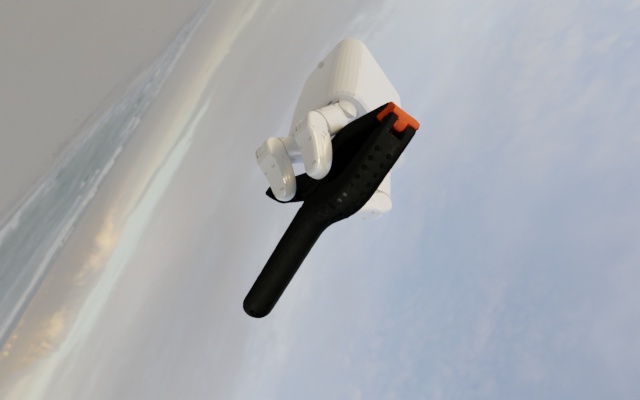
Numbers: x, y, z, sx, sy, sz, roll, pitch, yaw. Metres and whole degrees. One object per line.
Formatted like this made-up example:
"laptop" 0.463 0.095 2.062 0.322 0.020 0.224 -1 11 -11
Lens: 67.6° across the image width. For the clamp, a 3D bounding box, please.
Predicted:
"clamp" 0.001 0.001 0.412 0.036 0.164 0.210 30 -46 -23
